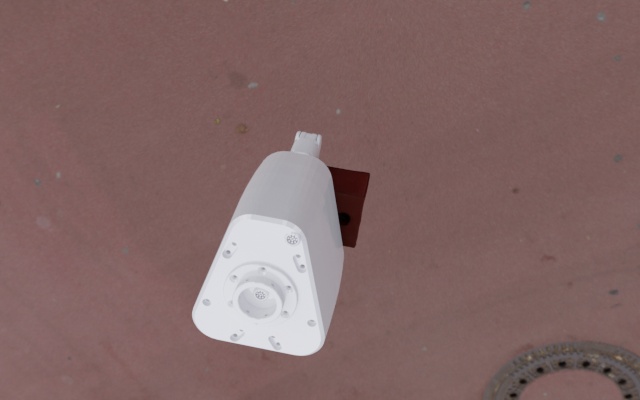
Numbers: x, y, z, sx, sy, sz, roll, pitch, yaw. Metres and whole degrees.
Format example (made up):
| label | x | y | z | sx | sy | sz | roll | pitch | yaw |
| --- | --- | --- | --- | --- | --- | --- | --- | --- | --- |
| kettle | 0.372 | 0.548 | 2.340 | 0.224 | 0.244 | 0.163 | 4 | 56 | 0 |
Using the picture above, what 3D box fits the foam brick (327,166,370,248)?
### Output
| label | x | y | z | sx | sy | sz | roll | pitch | yaw |
| --- | --- | --- | --- | --- | --- | --- | --- | --- | --- |
| foam brick | 0.000 | 0.001 | 0.421 | 0.078 | 0.053 | 0.051 | 10 | 27 | 3 |
